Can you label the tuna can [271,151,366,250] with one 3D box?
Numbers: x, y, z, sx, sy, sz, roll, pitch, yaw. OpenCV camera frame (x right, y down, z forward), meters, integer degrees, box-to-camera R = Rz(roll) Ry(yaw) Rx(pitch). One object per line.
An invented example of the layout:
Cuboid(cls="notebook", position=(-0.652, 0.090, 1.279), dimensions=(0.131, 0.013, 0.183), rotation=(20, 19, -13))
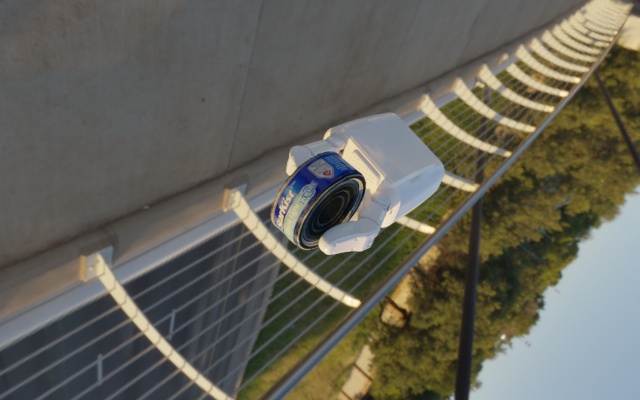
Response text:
Cuboid(cls="tuna can", position=(0.000, 0.002, 0.419), dimensions=(0.033, 0.086, 0.086), rotation=(41, 21, 26))
